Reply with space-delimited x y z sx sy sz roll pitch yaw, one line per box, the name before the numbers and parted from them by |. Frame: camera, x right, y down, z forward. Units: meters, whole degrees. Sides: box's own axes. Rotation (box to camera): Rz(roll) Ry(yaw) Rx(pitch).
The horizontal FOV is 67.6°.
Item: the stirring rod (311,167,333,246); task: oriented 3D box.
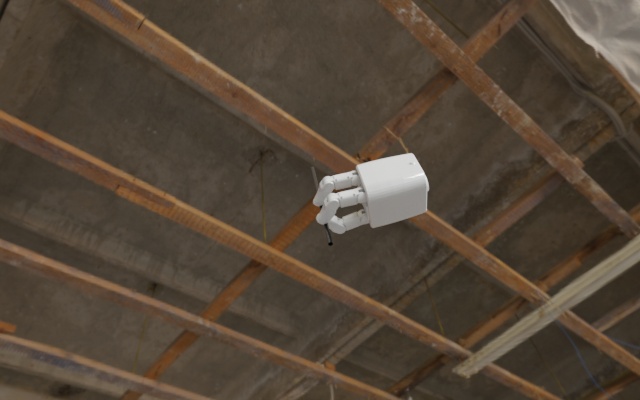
stirring rod | 0.000 0.003 0.889 0.011 0.011 0.239 0 35 -10
